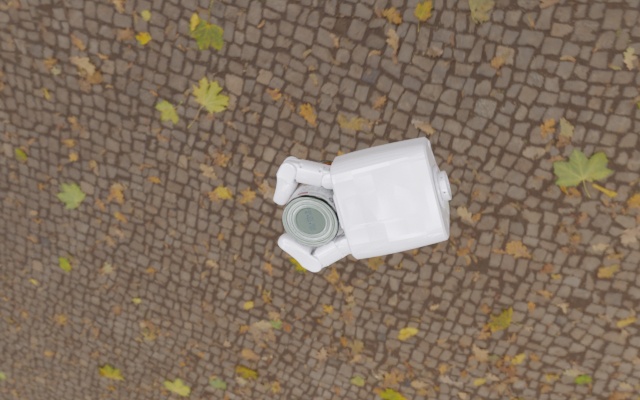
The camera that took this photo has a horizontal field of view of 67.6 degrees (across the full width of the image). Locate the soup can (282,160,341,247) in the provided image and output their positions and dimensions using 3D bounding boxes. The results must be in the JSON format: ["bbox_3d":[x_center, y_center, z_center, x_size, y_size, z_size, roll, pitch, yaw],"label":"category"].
[{"bbox_3d":[0.000,0.002,0.575,0.068,0.068,0.102,0,27,15],"label":"soup can"}]
